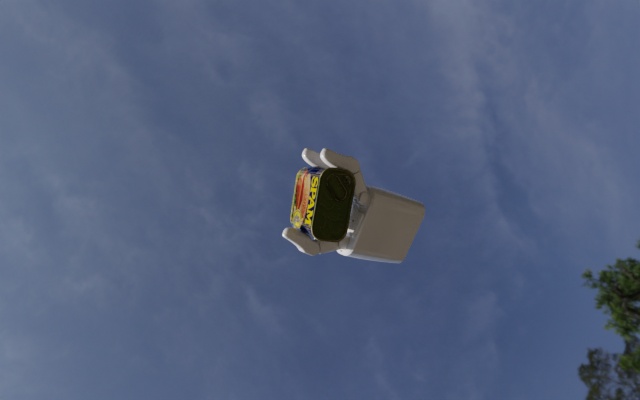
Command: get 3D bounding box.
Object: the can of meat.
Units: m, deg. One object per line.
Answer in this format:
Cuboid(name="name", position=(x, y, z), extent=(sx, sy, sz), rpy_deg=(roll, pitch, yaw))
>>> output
Cuboid(name="can of meat", position=(0.000, 0.002, 0.689), extent=(0.057, 0.102, 0.084), rpy_deg=(8, 3, -28))
